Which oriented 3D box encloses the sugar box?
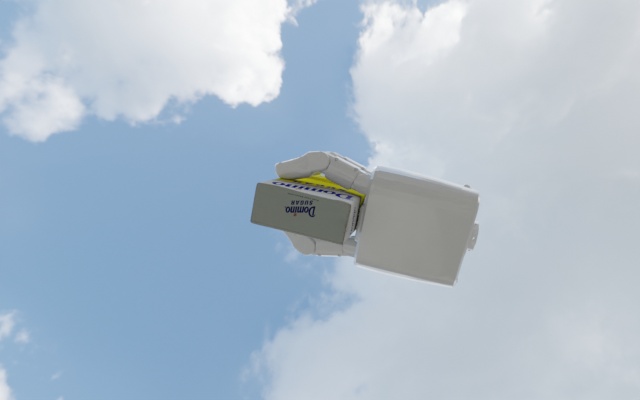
[{"bbox_3d":[0.000,0.001,0.515,0.093,0.048,0.176,13,7,11],"label":"sugar box"}]
